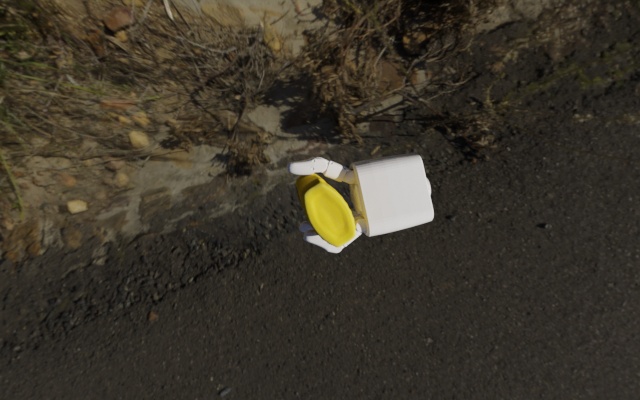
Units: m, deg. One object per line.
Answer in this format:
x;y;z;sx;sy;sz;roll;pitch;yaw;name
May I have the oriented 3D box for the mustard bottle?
0.000;0.003;0.734;0.058;0.096;0.191;-35;14;0;mustard bottle
